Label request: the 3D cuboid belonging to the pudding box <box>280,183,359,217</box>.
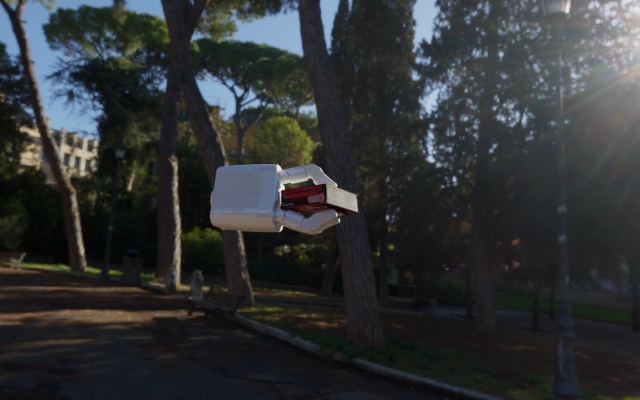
[{"bbox_3d":[0.000,0.002,0.804,0.090,0.039,0.113,-6,-10,32],"label":"pudding box"}]
